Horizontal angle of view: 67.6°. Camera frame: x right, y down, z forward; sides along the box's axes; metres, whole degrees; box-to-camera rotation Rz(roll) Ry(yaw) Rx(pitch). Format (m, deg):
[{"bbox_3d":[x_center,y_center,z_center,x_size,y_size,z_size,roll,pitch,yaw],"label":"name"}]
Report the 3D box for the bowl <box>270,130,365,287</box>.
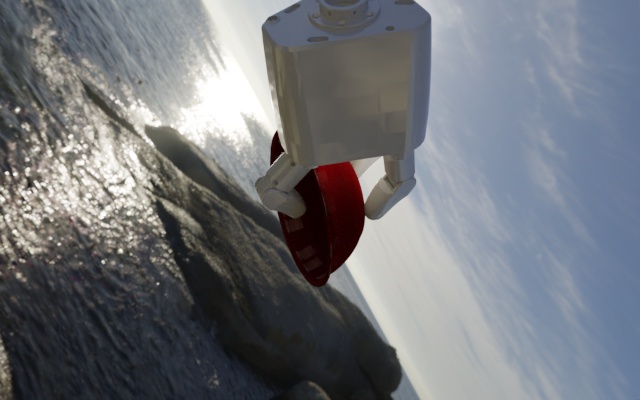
[{"bbox_3d":[0.000,0.002,0.480,0.055,0.162,0.162,-13,4,-20],"label":"bowl"}]
